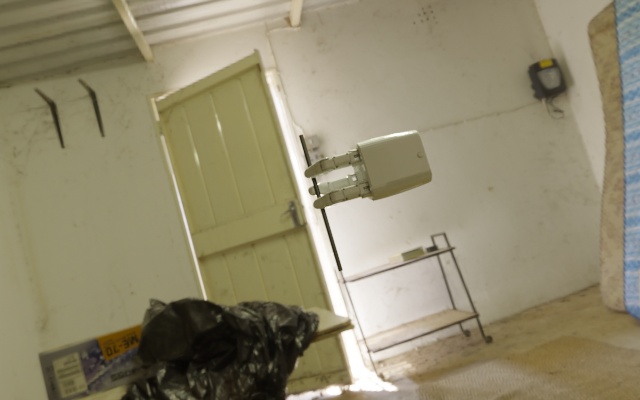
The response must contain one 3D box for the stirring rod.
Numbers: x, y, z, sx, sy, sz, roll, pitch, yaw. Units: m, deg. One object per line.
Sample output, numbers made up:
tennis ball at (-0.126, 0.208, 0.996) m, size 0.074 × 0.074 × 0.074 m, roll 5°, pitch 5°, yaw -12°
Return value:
stirring rod at (0.000, 0.003, 0.807) m, size 0.011 × 0.239 × 0.011 m, roll -16°, pitch -6°, yaw -2°
